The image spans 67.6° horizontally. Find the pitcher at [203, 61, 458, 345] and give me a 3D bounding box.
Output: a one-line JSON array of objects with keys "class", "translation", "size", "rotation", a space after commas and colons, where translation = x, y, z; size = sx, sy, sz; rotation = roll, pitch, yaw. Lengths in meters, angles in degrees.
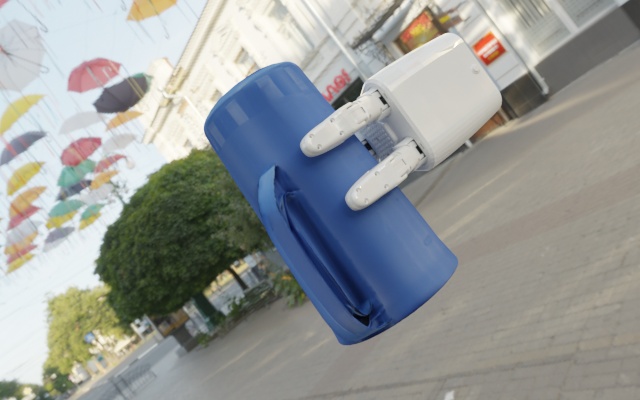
[{"class": "pitcher", "translation": [0.000, 0.001, 0.432], "size": [0.145, 0.243, 0.149], "rotation": [-37, 0, -18]}]
